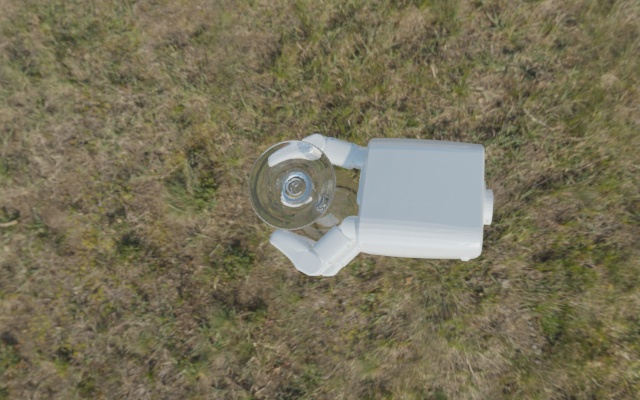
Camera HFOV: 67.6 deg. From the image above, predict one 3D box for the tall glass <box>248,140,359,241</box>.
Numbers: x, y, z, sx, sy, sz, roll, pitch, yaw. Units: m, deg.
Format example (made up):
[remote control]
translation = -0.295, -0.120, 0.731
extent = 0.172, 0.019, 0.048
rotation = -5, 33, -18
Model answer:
[tall glass]
translation = 0.000, 0.001, 0.480
extent = 0.079, 0.079, 0.201
rotation = 0, -8, 14
